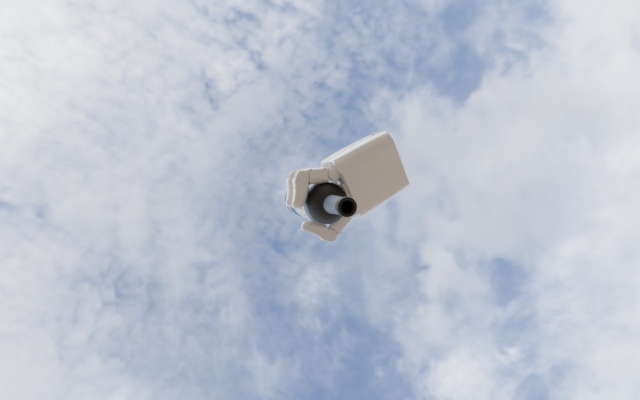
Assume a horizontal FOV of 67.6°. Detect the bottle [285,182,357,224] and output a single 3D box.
[{"bbox_3d":[0.000,0.003,0.781,0.069,0.069,0.295,0,2,-14],"label":"bottle"}]
